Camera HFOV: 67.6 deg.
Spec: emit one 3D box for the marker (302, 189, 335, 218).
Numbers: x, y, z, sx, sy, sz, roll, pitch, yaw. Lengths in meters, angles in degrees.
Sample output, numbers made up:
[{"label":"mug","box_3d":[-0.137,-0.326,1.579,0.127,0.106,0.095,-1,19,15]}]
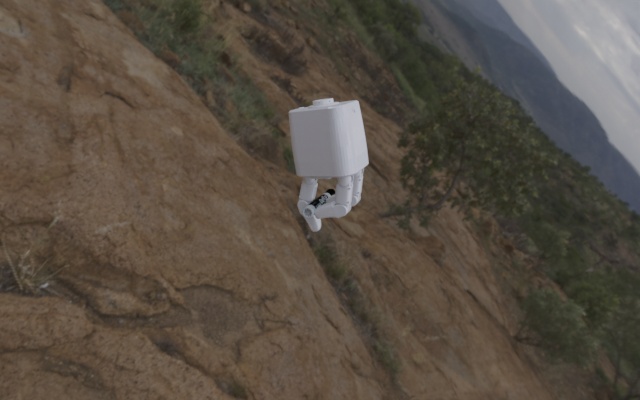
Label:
[{"label":"marker","box_3d":[0.000,0.003,0.811,0.020,0.020,0.121,0,17,22]}]
